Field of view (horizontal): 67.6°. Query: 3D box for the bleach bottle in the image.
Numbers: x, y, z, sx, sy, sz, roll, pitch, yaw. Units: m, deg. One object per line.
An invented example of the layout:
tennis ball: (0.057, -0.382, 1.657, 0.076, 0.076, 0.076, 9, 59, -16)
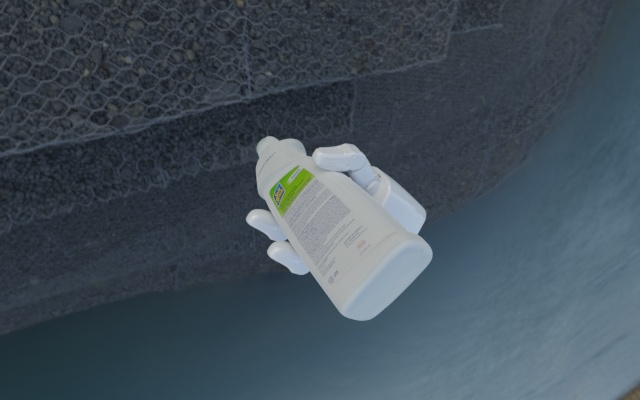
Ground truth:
bleach bottle: (0.000, 0.002, 0.507, 0.068, 0.102, 0.250, 30, 16, -48)
